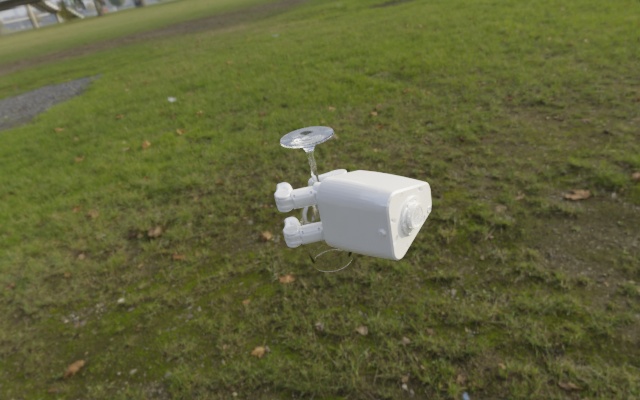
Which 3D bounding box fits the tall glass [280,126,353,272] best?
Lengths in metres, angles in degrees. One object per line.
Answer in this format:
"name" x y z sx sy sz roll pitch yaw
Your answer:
"tall glass" 0.000 0.002 0.678 0.079 0.201 0.079 -9 26 5
